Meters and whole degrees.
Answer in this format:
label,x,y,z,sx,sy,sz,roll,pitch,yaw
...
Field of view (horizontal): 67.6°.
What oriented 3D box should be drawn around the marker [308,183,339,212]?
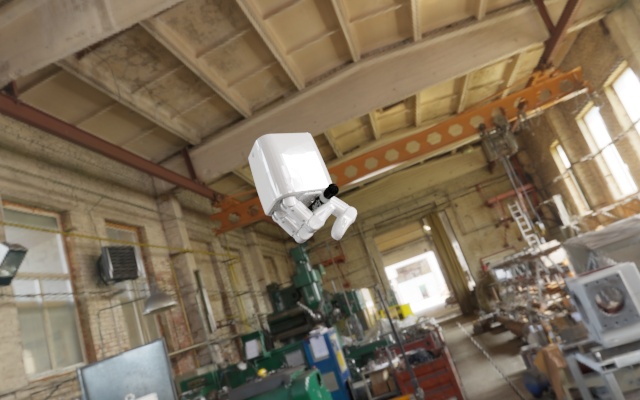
label,x,y,z,sx,sy,sz,roll,pitch,yaw
marker,0.000,0.003,0.754,0.020,0.020,0.121,0,-21,-21
